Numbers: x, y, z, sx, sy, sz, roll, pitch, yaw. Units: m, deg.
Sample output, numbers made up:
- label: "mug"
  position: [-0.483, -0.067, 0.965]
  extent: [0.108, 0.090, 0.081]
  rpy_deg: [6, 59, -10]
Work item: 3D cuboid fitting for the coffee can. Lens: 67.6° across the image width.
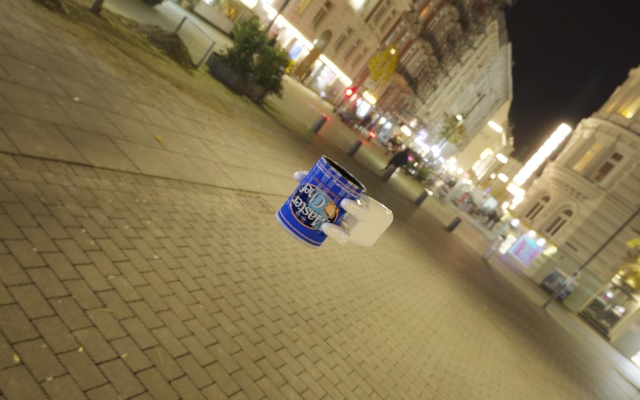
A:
- label: "coffee can"
  position: [0.000, 0.003, 0.869]
  extent: [0.103, 0.140, 0.102]
  rpy_deg: [37, 12, -9]
